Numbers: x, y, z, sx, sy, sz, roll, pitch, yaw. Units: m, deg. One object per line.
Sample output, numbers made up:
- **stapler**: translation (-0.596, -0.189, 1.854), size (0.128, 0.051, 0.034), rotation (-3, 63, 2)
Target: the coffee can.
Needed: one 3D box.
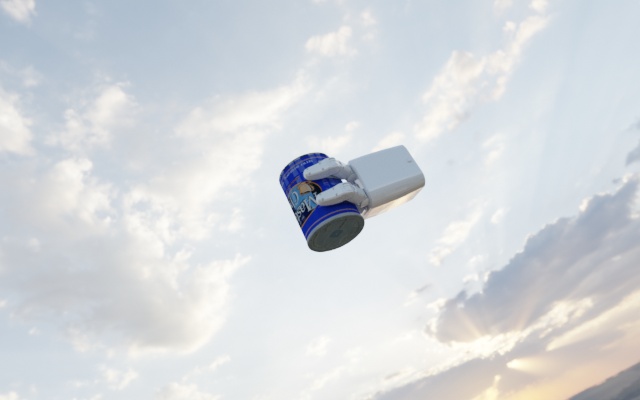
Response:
- **coffee can**: translation (0.000, 0.003, 0.818), size (0.103, 0.140, 0.103), rotation (-19, -32, -12)
